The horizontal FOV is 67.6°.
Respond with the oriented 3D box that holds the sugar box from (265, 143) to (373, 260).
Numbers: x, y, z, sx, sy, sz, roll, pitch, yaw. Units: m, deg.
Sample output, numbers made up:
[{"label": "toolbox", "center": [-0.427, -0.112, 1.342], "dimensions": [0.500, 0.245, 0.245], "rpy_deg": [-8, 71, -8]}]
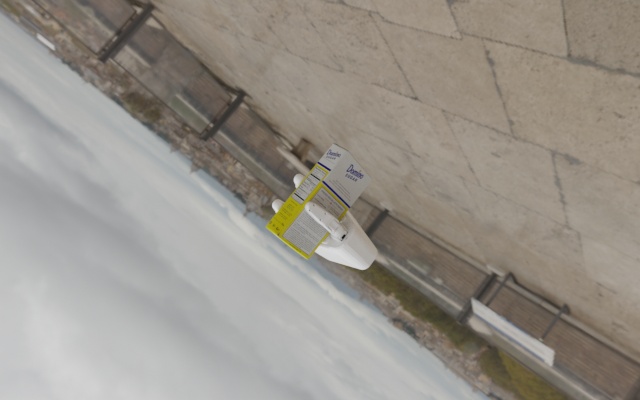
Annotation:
[{"label": "sugar box", "center": [0.000, 0.002, 0.783], "dimensions": [0.048, 0.176, 0.093], "rpy_deg": [33, -7, 44]}]
